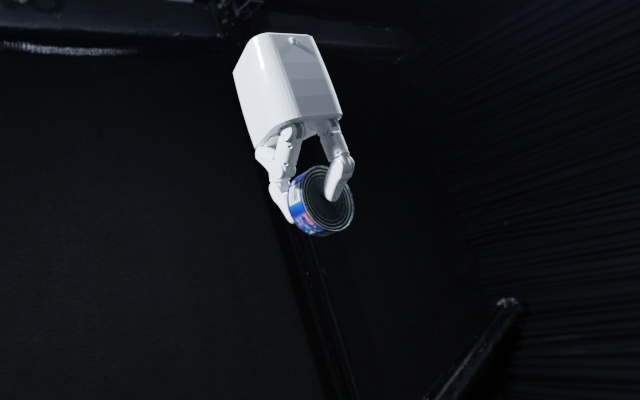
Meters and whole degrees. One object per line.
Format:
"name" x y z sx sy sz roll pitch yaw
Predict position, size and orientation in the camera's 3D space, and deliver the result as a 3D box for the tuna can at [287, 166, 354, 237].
"tuna can" 0.000 0.002 0.601 0.086 0.086 0.034 0 -18 -42
